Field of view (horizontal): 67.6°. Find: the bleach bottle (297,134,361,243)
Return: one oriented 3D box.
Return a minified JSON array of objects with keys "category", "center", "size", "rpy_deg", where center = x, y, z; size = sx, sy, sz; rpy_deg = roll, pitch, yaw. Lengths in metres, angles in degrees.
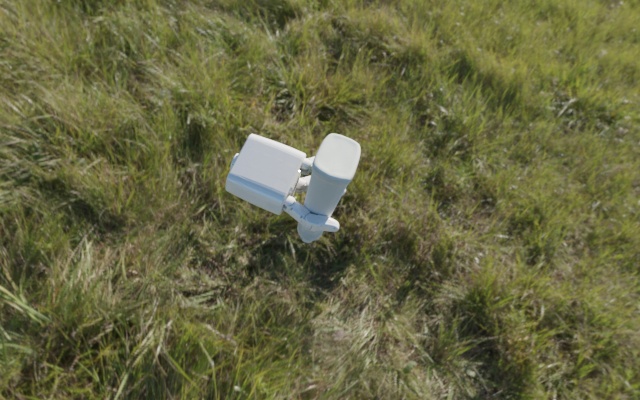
[{"category":"bleach bottle","center":[0.000,0.003,0.845],"size":[0.068,0.102,0.251],"rpy_deg":[22,-40,1]}]
